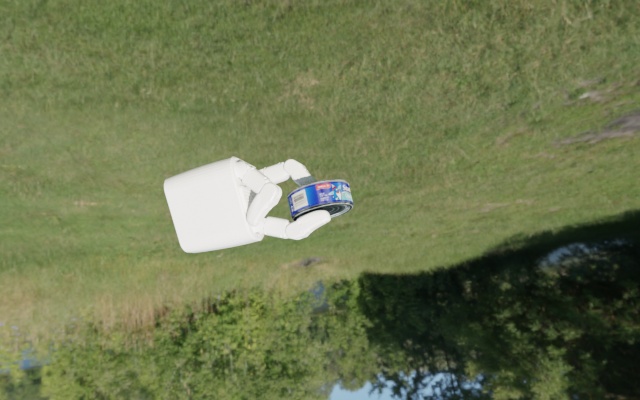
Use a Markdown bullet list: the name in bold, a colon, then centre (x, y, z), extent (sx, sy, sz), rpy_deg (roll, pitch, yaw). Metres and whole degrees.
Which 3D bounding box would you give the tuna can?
- **tuna can**: centre (0.000, 0.003, 0.641), extent (0.086, 0.033, 0.086), rpy_deg (-12, -15, -3)
